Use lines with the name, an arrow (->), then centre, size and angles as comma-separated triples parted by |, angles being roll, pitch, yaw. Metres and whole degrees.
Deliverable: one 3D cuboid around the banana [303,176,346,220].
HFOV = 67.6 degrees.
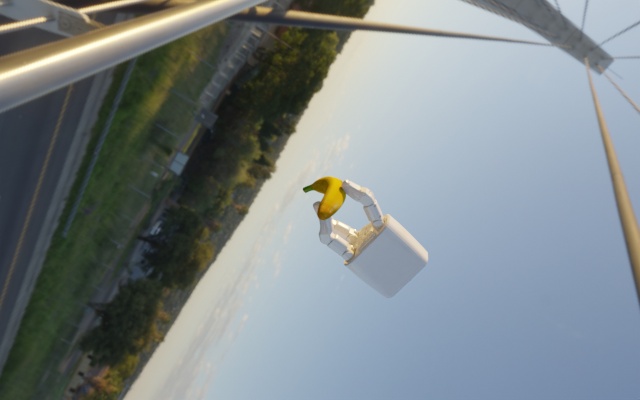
banana -> 0.014, -0.010, 0.839 | 0.069, 0.037, 0.197 | -38, 15, 1
